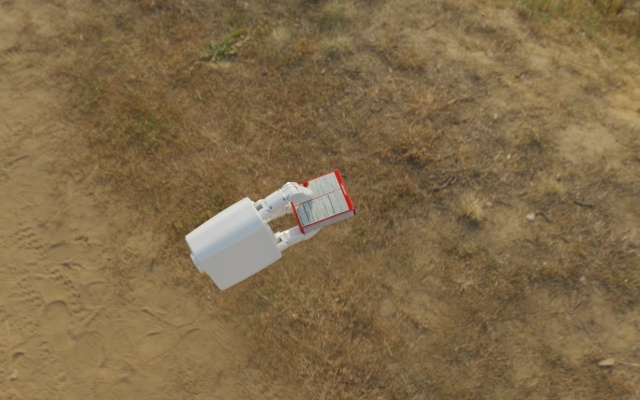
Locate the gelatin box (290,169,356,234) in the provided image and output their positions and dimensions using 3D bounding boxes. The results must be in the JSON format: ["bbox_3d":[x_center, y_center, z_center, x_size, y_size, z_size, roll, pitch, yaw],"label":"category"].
[{"bbox_3d":[0.000,0.002,0.738,0.089,0.073,0.030,-21,-25,0],"label":"gelatin box"}]
